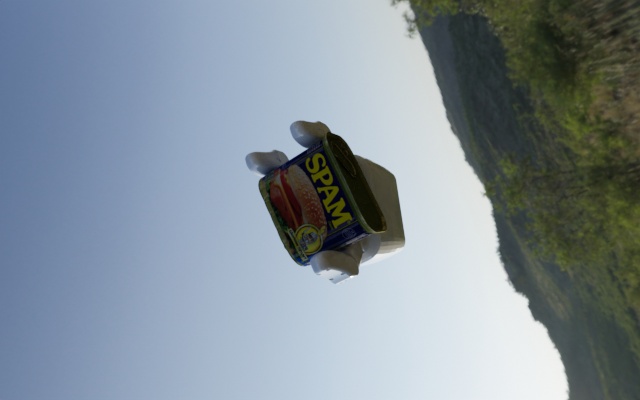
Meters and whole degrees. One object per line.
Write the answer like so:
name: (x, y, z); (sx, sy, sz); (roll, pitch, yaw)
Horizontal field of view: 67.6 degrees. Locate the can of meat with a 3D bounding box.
can of meat: (0.000, 0.002, 0.448); (0.084, 0.102, 0.057); (-29, -13, 22)
